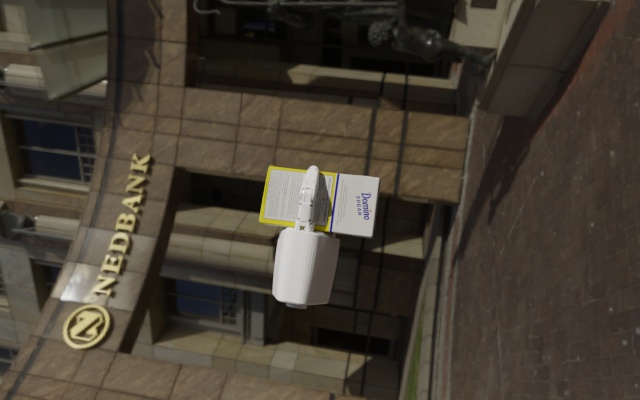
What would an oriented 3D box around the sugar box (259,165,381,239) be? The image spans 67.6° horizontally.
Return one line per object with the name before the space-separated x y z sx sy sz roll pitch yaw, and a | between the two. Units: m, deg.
sugar box | 0.000 0.003 0.742 0.176 0.093 0.048 8 -7 7
